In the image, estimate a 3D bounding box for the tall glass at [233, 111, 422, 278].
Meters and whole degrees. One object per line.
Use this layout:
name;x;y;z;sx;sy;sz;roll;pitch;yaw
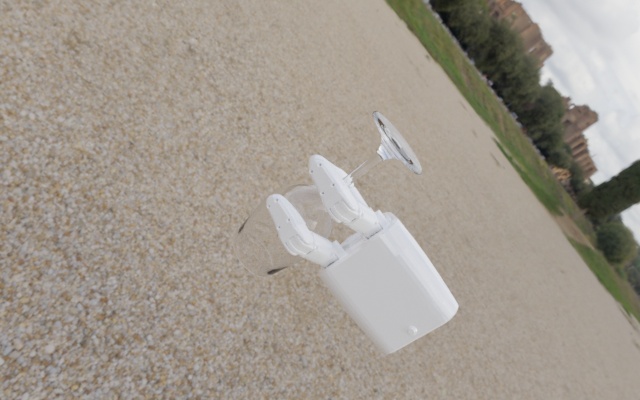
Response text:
tall glass;0.001;0.001;0.486;0.201;0.079;0.079;-37;-16;21
